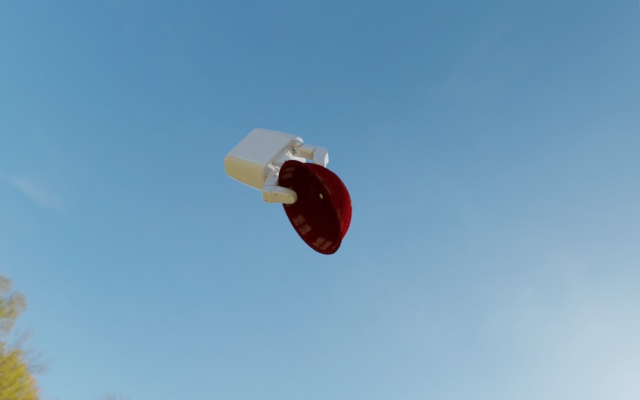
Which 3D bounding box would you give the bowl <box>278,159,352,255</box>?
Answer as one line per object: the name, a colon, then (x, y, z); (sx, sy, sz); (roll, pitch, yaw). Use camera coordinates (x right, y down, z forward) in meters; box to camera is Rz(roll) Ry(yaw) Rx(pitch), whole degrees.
bowl: (0.001, 0.003, 0.755); (0.055, 0.162, 0.162); (-26, 13, -29)
